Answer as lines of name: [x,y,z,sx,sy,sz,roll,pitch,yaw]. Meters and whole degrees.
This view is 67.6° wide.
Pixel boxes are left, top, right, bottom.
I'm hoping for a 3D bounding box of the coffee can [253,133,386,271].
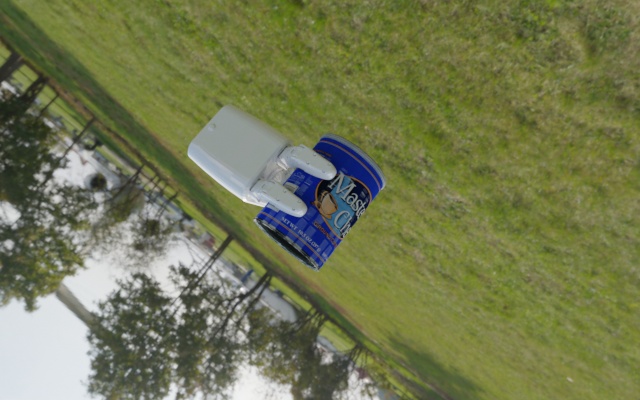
coffee can: [0.000,0.002,0.596,0.103,0.140,0.103,36,-13,10]
